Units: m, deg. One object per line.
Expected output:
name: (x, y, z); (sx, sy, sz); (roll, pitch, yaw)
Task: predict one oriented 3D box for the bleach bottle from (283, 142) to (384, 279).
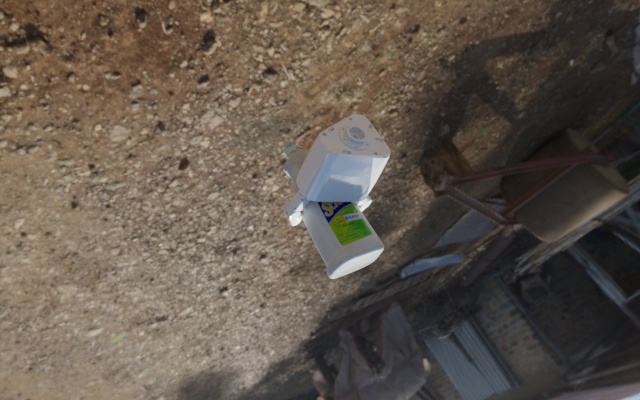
bleach bottle: (0.000, 0.003, 0.806); (0.102, 0.250, 0.068); (-16, -29, -33)
